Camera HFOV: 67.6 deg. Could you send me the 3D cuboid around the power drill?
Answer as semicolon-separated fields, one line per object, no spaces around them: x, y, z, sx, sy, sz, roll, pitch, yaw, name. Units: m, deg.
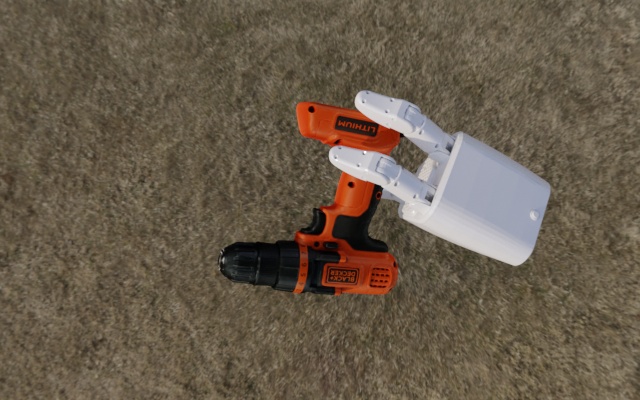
0.000;0.001;0.475;0.184;0.187;0.057;7;8;-18;power drill
